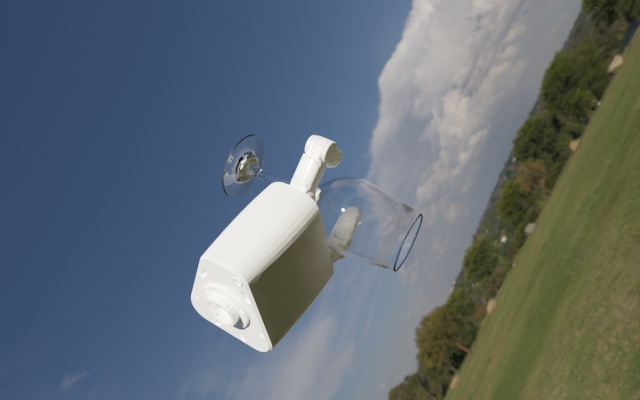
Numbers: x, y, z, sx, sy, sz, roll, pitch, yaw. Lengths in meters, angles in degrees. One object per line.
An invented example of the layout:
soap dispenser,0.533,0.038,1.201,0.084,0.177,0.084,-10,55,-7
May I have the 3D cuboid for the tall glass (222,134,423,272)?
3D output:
tall glass,0.000,0.001,0.492,0.201,0.079,0.079,25,9,19
